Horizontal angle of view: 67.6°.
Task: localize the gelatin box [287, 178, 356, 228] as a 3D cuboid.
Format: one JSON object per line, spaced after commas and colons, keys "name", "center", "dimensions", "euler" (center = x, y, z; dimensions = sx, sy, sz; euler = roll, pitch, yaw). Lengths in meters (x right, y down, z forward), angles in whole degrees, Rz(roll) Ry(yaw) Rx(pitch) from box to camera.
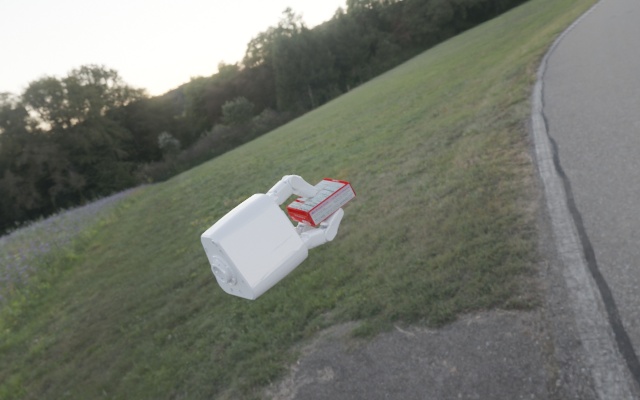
{"name": "gelatin box", "center": [0.000, 0.002, 0.749], "dimensions": [0.089, 0.030, 0.073], "euler": [-37, 23, -21]}
